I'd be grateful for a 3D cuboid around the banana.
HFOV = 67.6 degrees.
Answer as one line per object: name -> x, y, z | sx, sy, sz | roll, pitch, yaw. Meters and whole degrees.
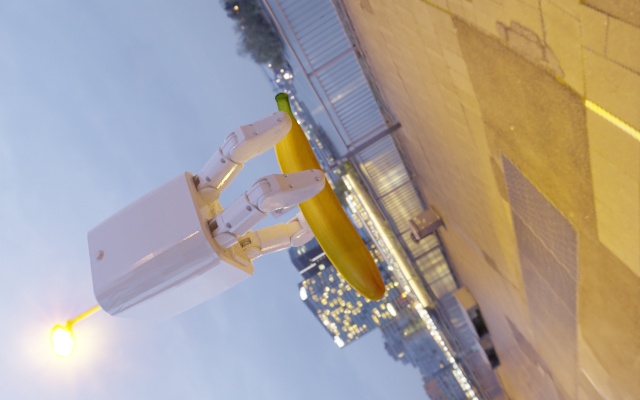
banana -> -0.001, 0.002, 0.429 | 0.037, 0.197, 0.070 | -27, -12, -3
